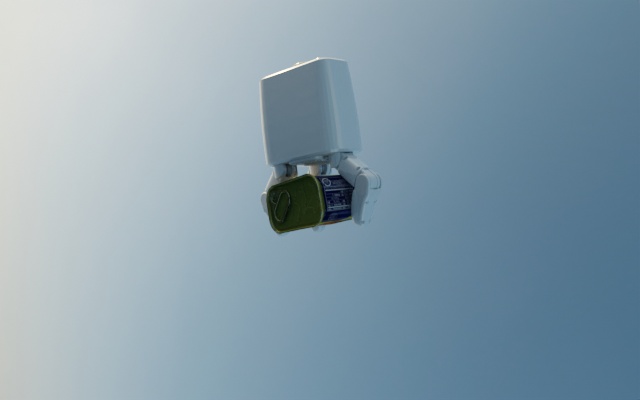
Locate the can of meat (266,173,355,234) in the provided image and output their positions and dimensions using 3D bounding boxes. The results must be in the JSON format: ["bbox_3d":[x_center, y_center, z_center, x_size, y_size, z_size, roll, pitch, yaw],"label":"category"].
[{"bbox_3d":[0.000,0.002,0.554,0.084,0.057,0.102,-6,-6,-39],"label":"can of meat"}]
